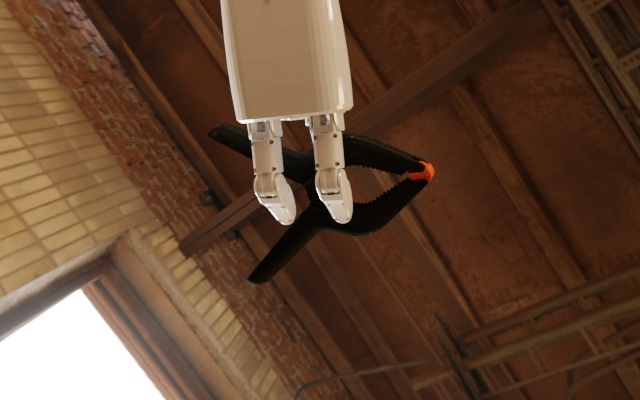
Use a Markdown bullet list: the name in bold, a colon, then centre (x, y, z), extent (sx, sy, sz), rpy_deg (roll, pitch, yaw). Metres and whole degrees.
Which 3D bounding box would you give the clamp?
- **clamp**: centre (0.001, 0.001, 0.449), extent (0.210, 0.164, 0.036), rpy_deg (-3, 13, 19)
